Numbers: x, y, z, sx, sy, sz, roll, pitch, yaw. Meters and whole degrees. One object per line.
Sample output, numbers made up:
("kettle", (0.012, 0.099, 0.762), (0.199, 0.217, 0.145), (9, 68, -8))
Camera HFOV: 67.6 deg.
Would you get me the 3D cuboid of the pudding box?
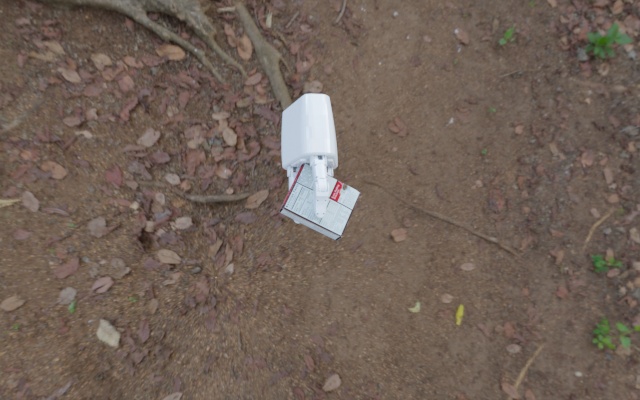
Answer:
("pudding box", (0.000, 0.003, 0.801), (0.113, 0.090, 0.039), (27, -17, -5))
